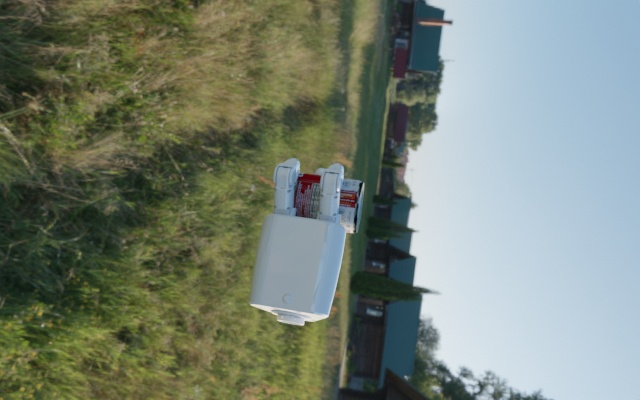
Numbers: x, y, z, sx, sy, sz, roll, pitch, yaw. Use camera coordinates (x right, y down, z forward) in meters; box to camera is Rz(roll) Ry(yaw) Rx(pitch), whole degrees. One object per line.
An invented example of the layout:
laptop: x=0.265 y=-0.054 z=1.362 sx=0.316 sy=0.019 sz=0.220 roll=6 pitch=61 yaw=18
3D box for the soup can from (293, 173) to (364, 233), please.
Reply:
soup can: x=0.000 y=0.002 z=0.602 sx=0.102 sy=0.068 sz=0.068 roll=8 pitch=1 yaw=8
